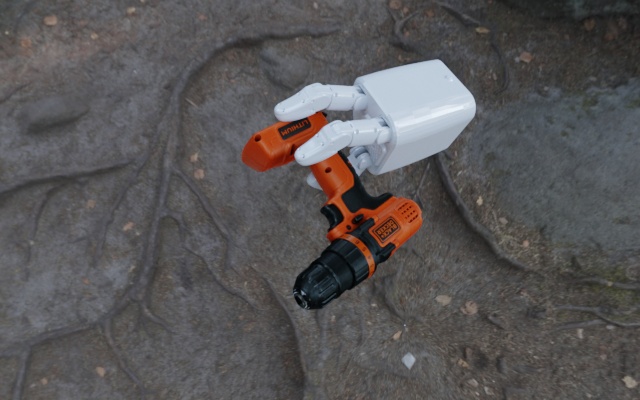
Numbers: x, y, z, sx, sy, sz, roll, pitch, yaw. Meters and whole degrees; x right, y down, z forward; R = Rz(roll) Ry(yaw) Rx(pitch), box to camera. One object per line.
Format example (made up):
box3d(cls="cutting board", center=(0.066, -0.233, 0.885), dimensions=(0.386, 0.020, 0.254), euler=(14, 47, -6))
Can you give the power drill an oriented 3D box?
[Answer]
box3d(cls="power drill", center=(0.000, 0.001, 0.510), dimensions=(0.184, 0.187, 0.057), euler=(-33, -9, -37))
